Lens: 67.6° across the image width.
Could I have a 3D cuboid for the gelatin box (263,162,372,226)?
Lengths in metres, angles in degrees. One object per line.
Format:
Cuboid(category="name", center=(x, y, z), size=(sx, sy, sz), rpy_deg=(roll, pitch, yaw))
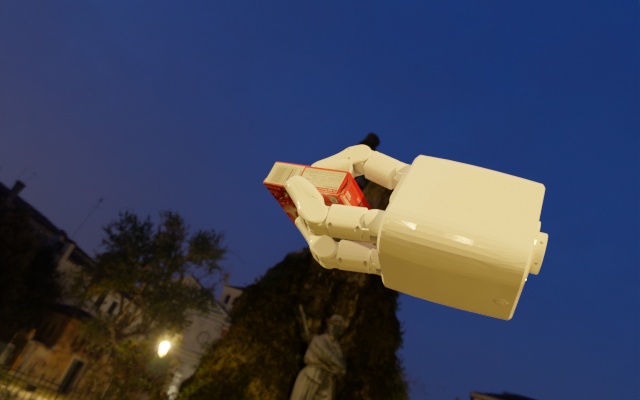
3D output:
Cuboid(category="gelatin box", center=(0.000, 0.001, 0.452), size=(0.089, 0.030, 0.073), rpy_deg=(11, -31, 35))
